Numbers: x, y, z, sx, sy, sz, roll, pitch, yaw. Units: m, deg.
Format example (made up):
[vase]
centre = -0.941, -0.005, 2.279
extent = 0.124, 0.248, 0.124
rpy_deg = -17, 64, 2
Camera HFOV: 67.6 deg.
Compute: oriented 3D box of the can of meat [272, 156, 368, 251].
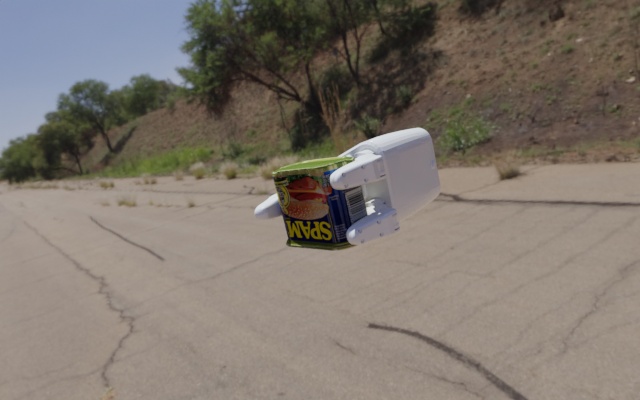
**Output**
[can of meat]
centre = 0.000, 0.001, 0.498
extent = 0.057, 0.084, 0.102
rpy_deg = -22, 14, -40
